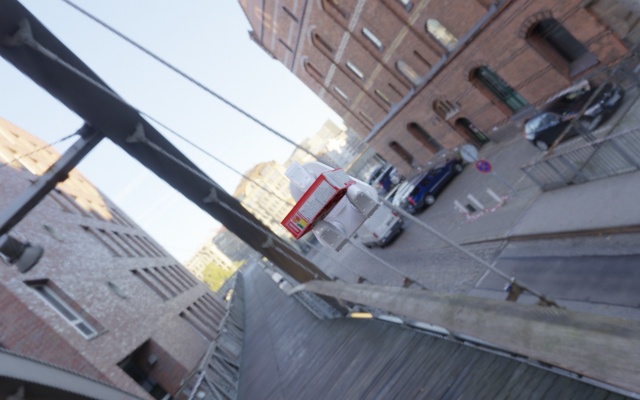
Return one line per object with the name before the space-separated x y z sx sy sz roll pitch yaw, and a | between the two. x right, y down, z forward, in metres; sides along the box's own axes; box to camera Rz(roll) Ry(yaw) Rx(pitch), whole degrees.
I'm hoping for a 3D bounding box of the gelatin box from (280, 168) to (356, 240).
gelatin box | 0.000 0.001 0.538 0.030 0.073 0.089 43 16 7
